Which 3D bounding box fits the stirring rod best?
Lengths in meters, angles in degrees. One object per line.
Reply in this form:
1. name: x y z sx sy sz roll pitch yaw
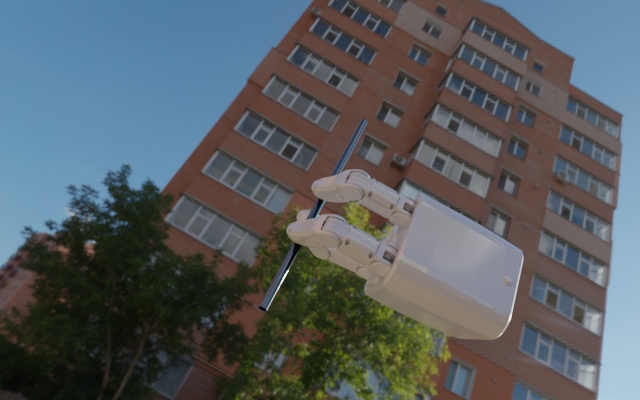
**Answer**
1. stirring rod: 0.000 0.002 0.462 0.011 0.239 0.011 19 -34 14
